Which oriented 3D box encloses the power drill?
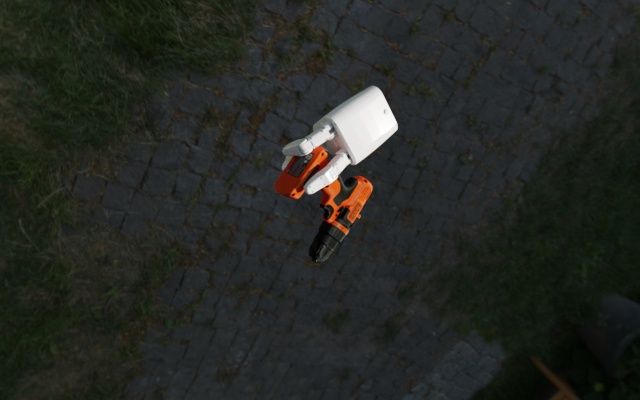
[{"bbox_3d":[0.000,0.002,0.852,0.057,0.184,0.188,21,-16,42],"label":"power drill"}]
